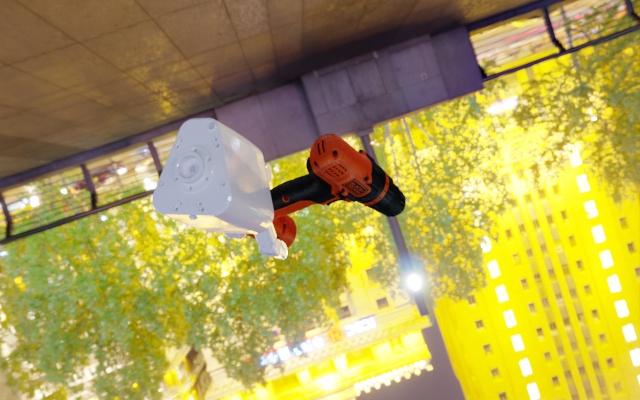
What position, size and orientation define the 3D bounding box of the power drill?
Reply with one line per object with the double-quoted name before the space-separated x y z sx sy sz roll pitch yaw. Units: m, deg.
"power drill" 0.000 0.002 0.625 0.188 0.057 0.184 -28 -39 25
